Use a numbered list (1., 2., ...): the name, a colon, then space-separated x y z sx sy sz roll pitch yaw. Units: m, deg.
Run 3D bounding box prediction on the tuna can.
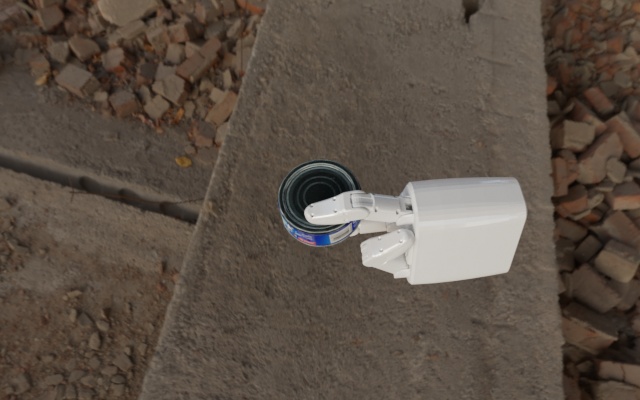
1. tuna can: 0.000 0.001 0.485 0.086 0.086 0.034 0 -26 6
